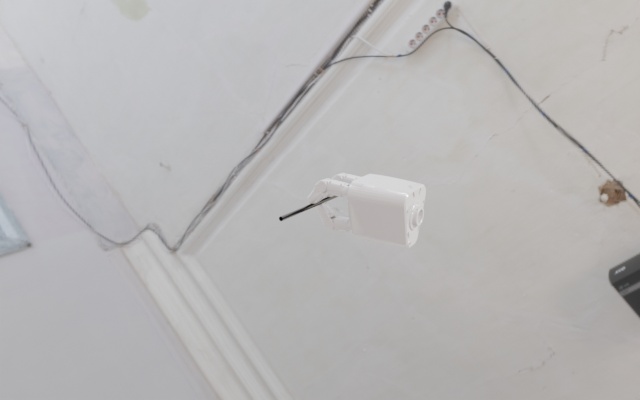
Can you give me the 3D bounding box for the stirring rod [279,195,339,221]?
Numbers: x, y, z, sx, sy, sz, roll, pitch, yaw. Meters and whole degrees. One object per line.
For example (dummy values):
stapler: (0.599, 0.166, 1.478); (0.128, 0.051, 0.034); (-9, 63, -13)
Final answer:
stirring rod: (0.000, 0.003, 0.882); (0.011, 0.011, 0.239); (0, 13, 34)
